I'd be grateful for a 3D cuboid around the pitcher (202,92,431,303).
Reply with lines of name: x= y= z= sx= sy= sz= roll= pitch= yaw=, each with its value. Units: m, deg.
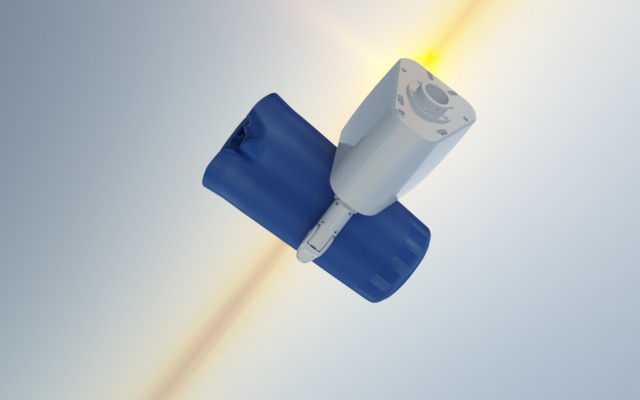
pitcher: x=0.000 y=0.002 z=0.550 sx=0.145 sy=0.243 sz=0.149 roll=-51 pitch=0 yaw=45
